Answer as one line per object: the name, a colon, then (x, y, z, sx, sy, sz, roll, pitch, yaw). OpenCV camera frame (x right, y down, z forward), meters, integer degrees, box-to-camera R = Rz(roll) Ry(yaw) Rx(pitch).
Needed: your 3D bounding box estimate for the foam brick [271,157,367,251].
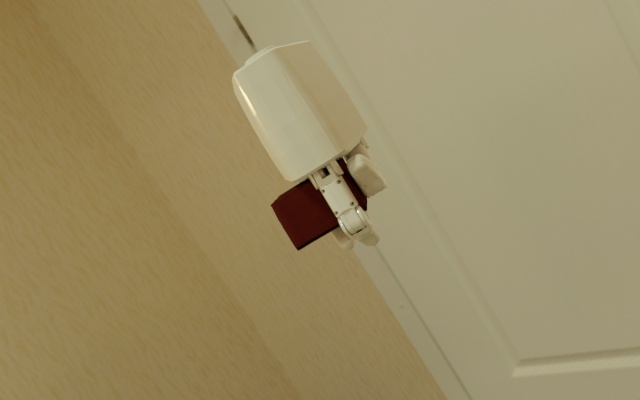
foam brick: (0.000, 0.002, 0.461, 0.078, 0.051, 0.053, -31, 8, 12)
